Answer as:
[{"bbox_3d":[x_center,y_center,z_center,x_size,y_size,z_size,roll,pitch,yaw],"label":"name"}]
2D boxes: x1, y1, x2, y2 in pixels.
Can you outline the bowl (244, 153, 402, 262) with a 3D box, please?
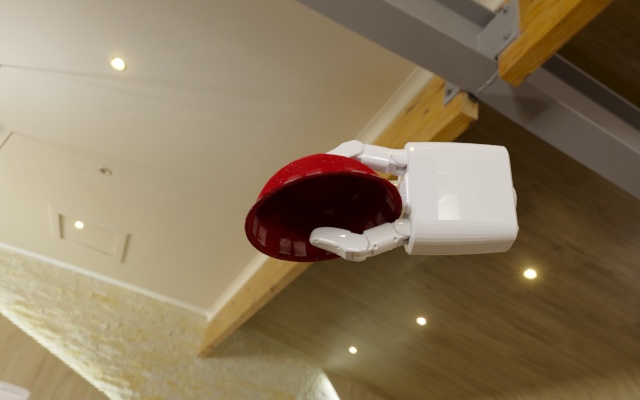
[{"bbox_3d":[-0.001,0.001,0.497,0.162,0.055,0.162,-8,-35,-6],"label":"bowl"}]
